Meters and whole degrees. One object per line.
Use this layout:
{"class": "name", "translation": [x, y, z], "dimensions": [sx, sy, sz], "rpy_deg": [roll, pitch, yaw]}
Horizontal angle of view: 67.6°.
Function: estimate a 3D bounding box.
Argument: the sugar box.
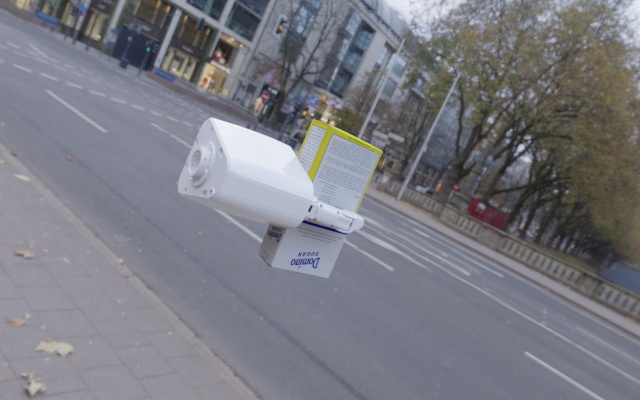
{"class": "sugar box", "translation": [0.000, 0.002, 0.579], "dimensions": [0.093, 0.176, 0.048], "rpy_deg": [19, 10, -37]}
